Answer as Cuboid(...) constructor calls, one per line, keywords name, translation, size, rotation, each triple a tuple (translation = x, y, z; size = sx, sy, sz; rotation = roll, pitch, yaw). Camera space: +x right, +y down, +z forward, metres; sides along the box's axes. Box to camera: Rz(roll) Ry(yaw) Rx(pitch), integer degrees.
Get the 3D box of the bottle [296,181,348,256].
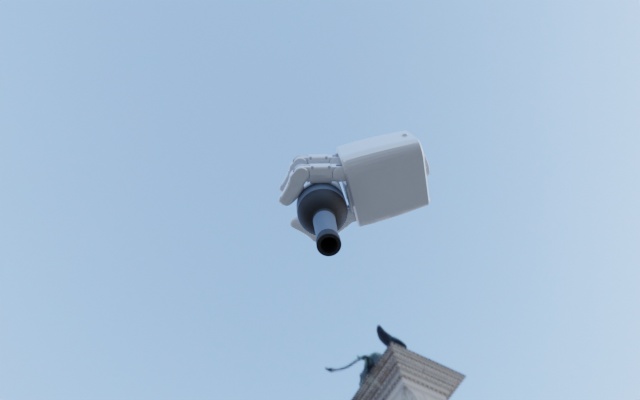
Cuboid(name="bottle", translation=(0.000, 0.002, 0.655), size=(0.069, 0.069, 0.295), rotation=(0, 18, -4))
